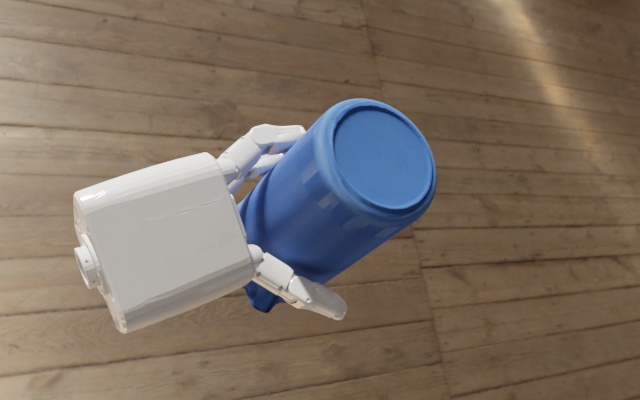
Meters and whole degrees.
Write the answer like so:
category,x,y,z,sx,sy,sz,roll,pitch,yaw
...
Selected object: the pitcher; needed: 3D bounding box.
category,x,y,z,sx,sy,sz,roll,pitch,yaw
pitcher,0.000,0.002,0.461,0.145,0.149,0.243,-18,-13,-31
